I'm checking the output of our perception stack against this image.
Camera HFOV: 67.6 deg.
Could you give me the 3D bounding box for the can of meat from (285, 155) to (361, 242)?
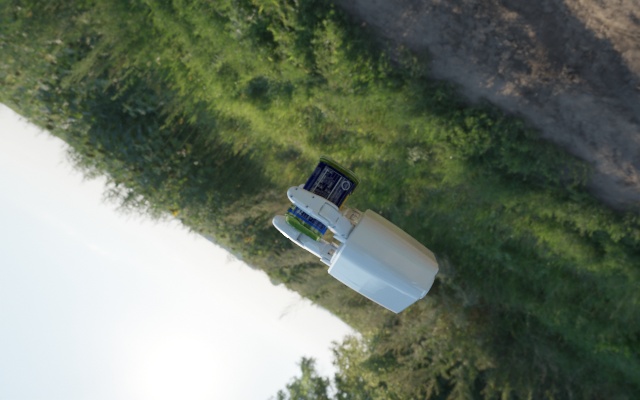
[{"bbox_3d":[0.000,0.002,0.590,0.057,0.084,0.102,33,-9,3],"label":"can of meat"}]
